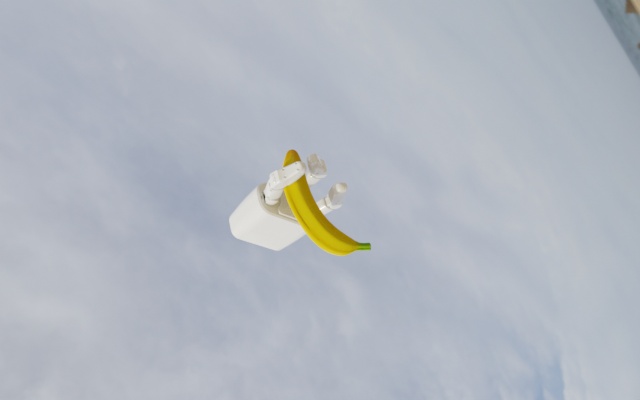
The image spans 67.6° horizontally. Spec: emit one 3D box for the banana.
[{"bbox_3d":[-0.010,0.012,0.712,0.069,0.198,0.037,-28,-13,-42],"label":"banana"}]
